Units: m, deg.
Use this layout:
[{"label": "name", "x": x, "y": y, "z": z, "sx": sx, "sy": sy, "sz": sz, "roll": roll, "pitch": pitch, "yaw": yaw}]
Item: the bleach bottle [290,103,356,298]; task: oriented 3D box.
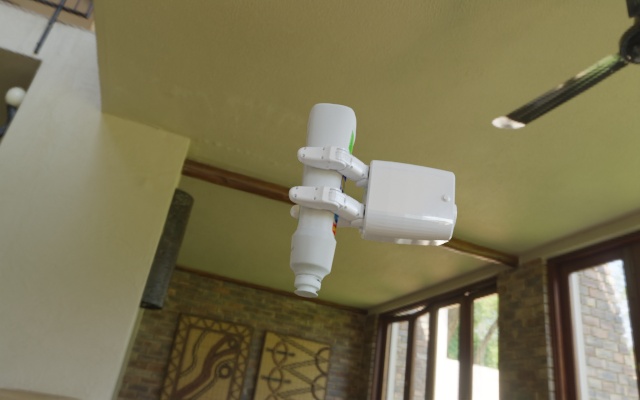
[{"label": "bleach bottle", "x": 0.000, "y": 0.002, "z": 0.622, "sx": 0.068, "sy": 0.250, "sz": 0.103, "roll": 7, "pitch": -25, "yaw": 3}]
